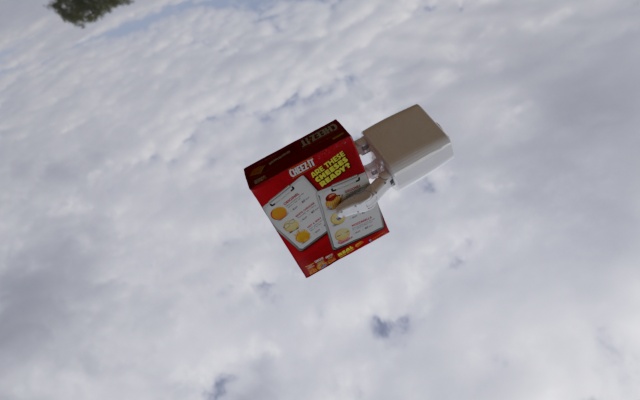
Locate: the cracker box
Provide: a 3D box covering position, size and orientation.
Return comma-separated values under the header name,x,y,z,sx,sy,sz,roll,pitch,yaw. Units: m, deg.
name,x,y,z,sx,sy,sz,roll,pitch,yaw
cracker box,0.000,0.003,0.758,0.164,0.214,0.072,-29,39,-2
